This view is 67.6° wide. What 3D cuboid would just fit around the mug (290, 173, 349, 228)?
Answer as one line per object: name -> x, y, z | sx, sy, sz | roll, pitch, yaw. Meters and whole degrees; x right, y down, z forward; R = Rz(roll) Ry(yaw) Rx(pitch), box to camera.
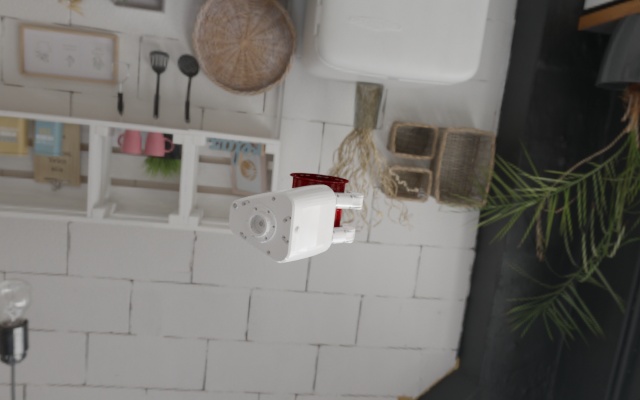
mug -> 0.001, 0.003, 0.758 | 0.093, 0.081, 0.117 | 12, 10, 30
